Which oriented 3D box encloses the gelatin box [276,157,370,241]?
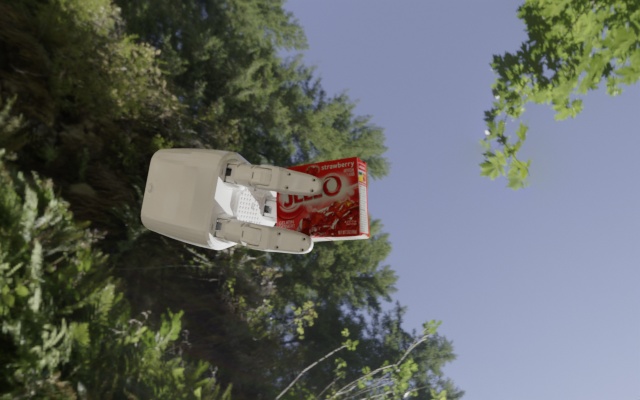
[{"bbox_3d":[0.001,0.002,0.456,0.089,0.073,0.030,-6,-10,26],"label":"gelatin box"}]
